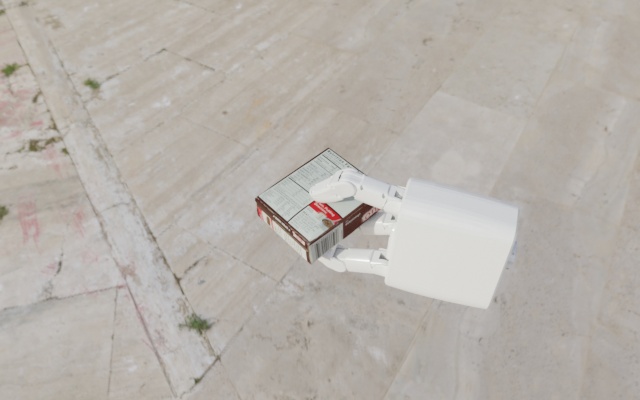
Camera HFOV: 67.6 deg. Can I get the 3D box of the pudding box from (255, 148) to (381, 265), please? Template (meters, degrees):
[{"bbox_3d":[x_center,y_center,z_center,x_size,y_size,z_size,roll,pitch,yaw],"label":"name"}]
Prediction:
[{"bbox_3d":[0.000,0.002,0.520,0.113,0.039,0.090,-35,57,-26],"label":"pudding box"}]
